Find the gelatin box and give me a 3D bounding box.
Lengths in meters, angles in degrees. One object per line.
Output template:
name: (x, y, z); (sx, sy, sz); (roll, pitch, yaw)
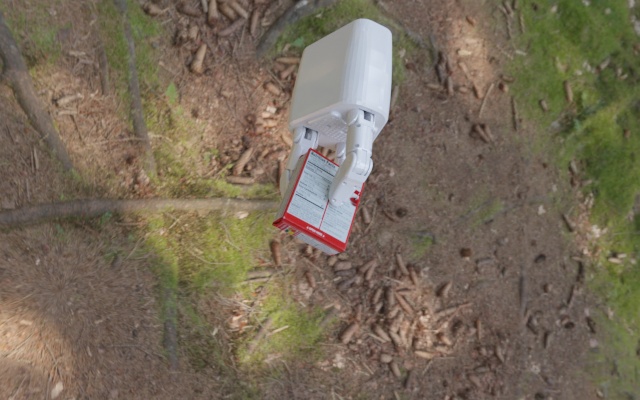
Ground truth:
gelatin box: (0.000, 0.002, 0.492); (0.073, 0.089, 0.030); (30, -31, -19)
